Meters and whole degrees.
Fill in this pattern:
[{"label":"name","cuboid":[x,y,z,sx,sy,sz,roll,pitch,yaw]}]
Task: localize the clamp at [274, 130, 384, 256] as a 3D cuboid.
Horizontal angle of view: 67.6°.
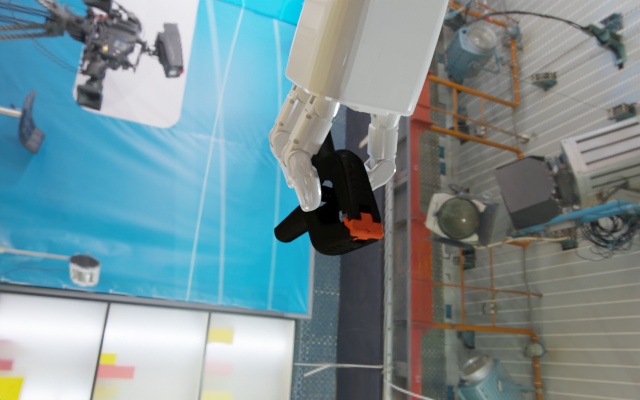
[{"label":"clamp","cuboid":[0.001,0.002,0.455,0.036,0.165,0.210,7,21,-21]}]
